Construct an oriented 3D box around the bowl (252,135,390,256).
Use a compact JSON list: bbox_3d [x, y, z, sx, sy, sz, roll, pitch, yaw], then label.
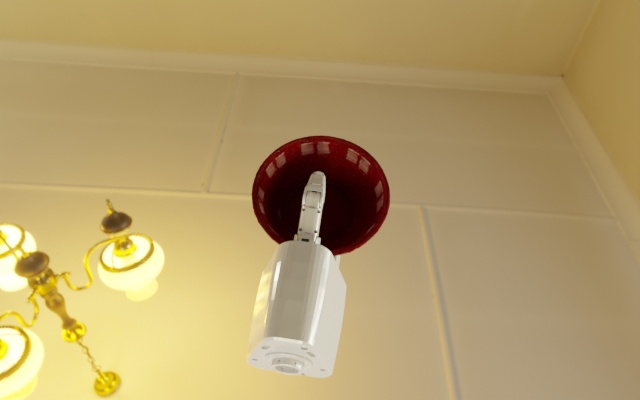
[{"bbox_3d":[0.001,0.001,0.580,0.162,0.162,0.055,0,-27,-1],"label":"bowl"}]
